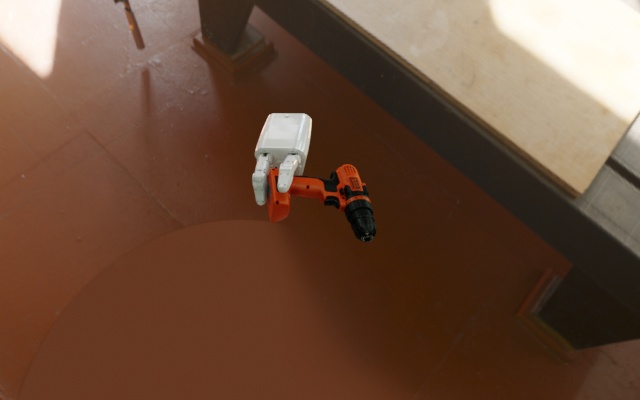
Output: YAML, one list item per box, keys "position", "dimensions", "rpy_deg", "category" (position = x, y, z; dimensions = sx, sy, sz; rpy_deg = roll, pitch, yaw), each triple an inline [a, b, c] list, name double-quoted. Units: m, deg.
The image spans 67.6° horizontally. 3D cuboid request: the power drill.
- position: [0.000, 0.003, 0.869]
  dimensions: [0.187, 0.057, 0.184]
  rpy_deg: [2, 41, -16]
  category: "power drill"
